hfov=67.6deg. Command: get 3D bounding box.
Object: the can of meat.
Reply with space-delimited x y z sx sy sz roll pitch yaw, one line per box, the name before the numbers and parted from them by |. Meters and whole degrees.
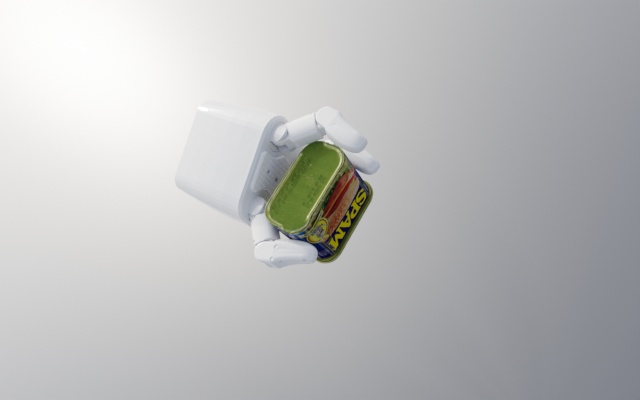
can of meat | 0.000 0.002 0.481 0.057 0.102 0.084 24 -13 32
